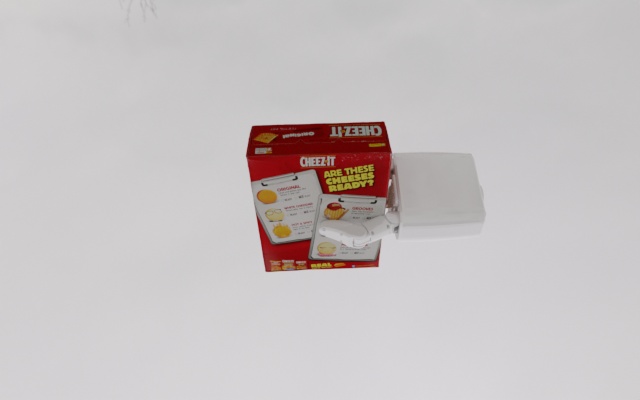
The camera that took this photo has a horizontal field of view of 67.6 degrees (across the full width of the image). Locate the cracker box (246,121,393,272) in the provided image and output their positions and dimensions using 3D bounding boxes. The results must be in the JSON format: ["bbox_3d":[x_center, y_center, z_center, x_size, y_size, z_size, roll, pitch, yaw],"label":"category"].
[{"bbox_3d":[0.000,0.002,0.621,0.164,0.214,0.072,-2,45,-1],"label":"cracker box"}]
